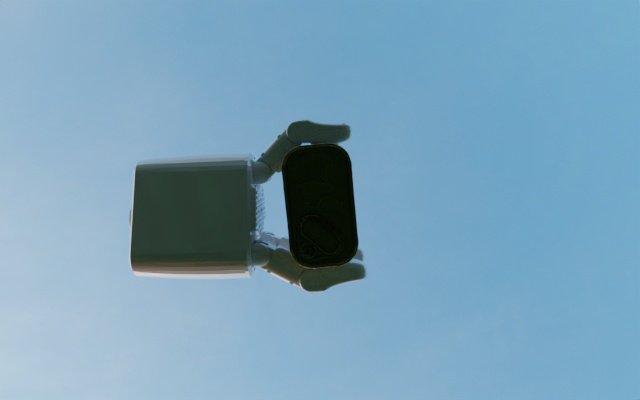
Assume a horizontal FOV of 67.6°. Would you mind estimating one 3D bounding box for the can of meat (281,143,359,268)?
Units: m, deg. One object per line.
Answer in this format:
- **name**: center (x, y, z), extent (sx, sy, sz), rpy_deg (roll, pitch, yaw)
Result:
- **can of meat**: center (0.000, 0.001, 0.430), extent (0.057, 0.102, 0.084), rpy_deg (-6, 5, 1)
